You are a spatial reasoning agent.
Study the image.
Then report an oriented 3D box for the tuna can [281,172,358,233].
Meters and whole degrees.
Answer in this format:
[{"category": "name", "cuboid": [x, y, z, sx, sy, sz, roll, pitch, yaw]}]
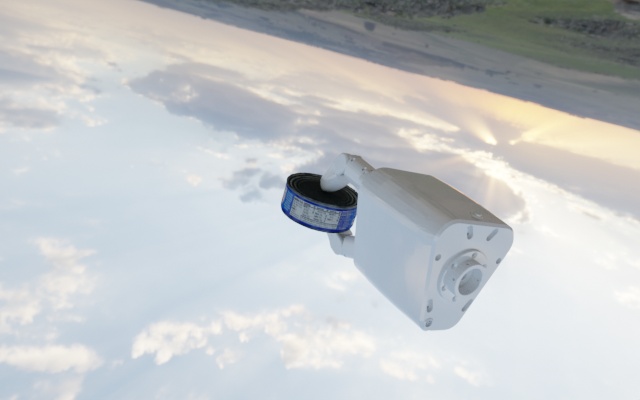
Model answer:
[{"category": "tuna can", "cuboid": [0.000, 0.002, 0.527, 0.086, 0.034, 0.086, 15, 21, -6]}]
